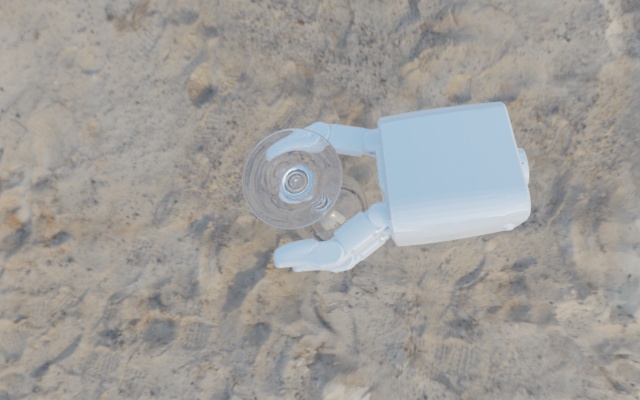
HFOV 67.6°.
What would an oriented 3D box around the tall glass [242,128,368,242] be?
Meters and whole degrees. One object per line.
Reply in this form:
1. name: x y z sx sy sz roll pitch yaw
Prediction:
1. tall glass: 0.000 0.001 0.435 0.079 0.079 0.201 0 -10 12
